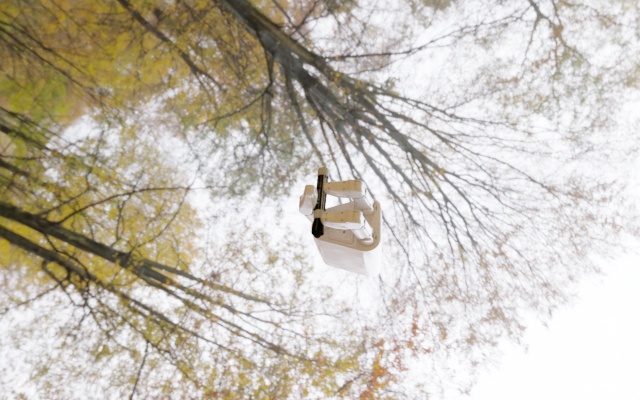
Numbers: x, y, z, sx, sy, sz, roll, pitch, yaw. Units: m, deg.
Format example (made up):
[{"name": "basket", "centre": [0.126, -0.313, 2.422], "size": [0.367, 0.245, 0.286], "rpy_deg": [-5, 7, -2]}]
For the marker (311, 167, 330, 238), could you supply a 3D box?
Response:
[{"name": "marker", "centre": [0.000, 0.002, 0.721], "size": [0.020, 0.121, 0.020], "rpy_deg": [4, -33, 3]}]
